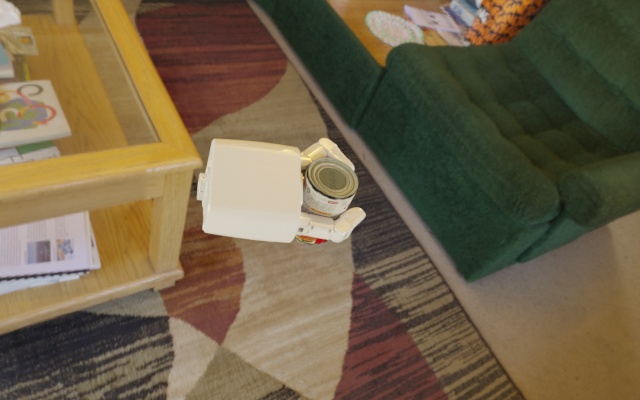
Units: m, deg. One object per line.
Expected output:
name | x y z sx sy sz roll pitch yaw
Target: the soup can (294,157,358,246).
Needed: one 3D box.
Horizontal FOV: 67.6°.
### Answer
soup can | 0.001 0.002 0.612 0.068 0.068 0.102 0 -38 -23
